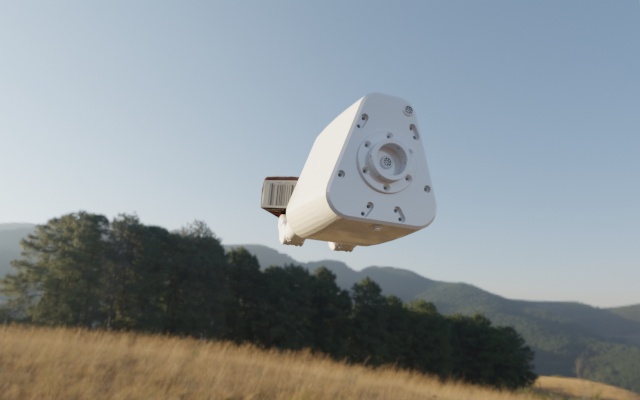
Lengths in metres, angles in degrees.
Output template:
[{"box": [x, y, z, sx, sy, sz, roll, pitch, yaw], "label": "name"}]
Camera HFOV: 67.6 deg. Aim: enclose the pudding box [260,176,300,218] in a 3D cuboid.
[{"box": [0.000, 0.002, 0.535, 0.113, 0.039, 0.090, 4, -11, 11], "label": "pudding box"}]
